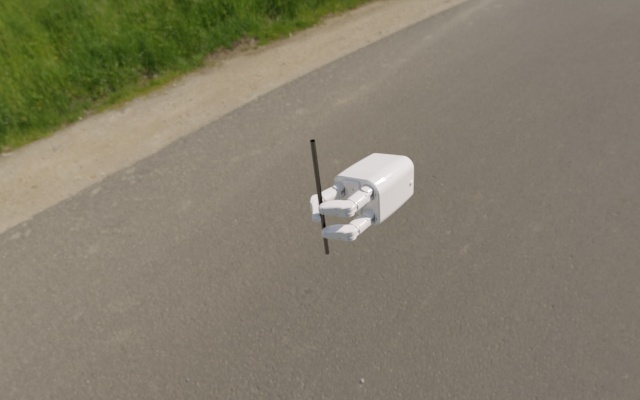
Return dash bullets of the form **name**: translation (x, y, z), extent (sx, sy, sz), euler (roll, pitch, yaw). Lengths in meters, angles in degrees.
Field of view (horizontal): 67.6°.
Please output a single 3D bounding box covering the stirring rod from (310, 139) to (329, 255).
- **stirring rod**: translation (0.000, 0.003, 0.801), extent (0.011, 0.240, 0.011), euler (-5, 38, 4)
